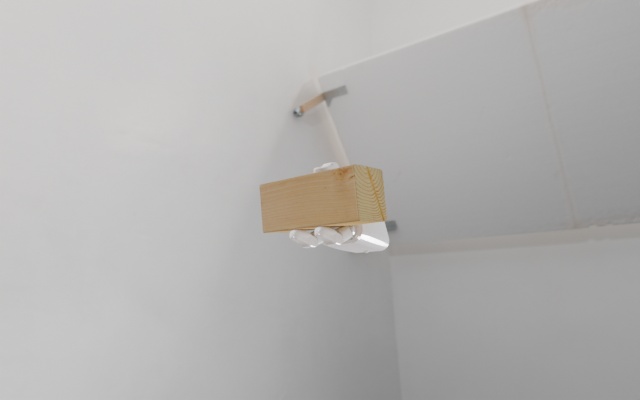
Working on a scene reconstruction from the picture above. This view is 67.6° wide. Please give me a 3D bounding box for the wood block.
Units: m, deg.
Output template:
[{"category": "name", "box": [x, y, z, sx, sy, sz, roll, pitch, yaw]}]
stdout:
[{"category": "wood block", "box": [0.000, 0.002, 0.828, 0.206, 0.091, 0.090, -10, -8, 37]}]
